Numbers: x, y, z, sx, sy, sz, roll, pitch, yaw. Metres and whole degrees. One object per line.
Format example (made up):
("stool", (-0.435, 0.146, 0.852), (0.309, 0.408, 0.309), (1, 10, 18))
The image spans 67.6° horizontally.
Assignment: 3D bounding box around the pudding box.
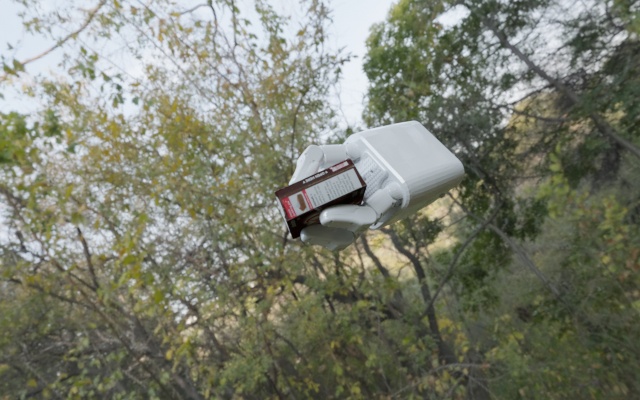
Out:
("pudding box", (0.000, 0.002, 0.527), (0.090, 0.039, 0.113), (-25, -15, -5))
